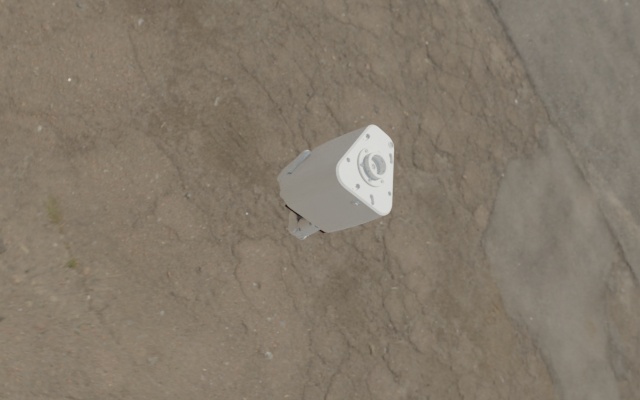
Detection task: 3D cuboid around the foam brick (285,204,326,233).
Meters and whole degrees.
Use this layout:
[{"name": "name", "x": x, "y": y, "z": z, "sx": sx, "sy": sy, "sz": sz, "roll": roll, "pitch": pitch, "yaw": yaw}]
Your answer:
[{"name": "foam brick", "x": 0.000, "y": 0.002, "z": 0.672, "sx": 0.078, "sy": 0.053, "sz": 0.051, "roll": 36, "pitch": -33, "yaw": -27}]
